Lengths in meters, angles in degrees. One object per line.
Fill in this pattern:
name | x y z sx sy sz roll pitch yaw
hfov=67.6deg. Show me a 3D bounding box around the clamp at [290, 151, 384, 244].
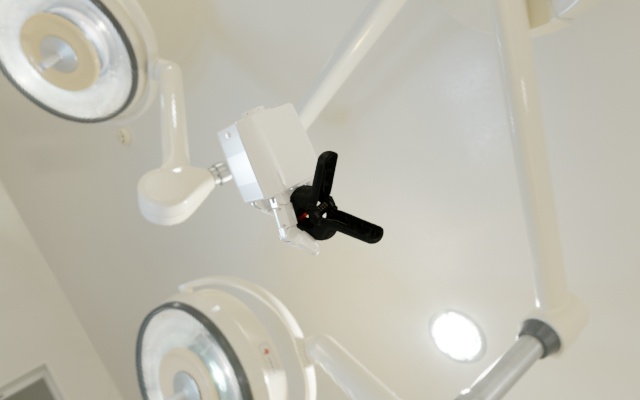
clamp | 0.001 0.002 0.604 0.039 0.120 0.171 -28 10 -34
